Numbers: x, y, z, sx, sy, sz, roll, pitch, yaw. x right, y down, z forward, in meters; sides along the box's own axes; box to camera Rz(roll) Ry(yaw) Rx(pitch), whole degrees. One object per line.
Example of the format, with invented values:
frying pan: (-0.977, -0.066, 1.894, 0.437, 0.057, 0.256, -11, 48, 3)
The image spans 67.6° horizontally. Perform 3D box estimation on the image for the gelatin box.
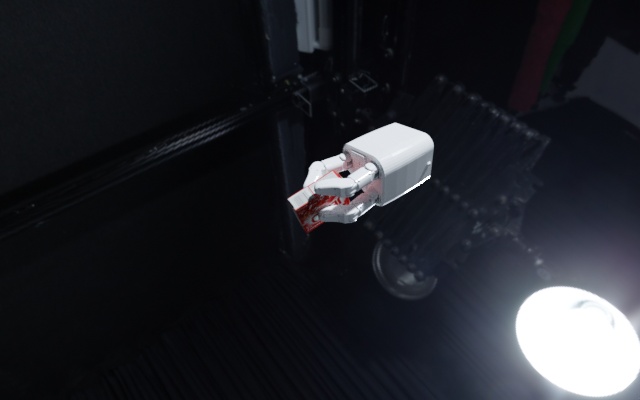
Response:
gelatin box: (0.000, 0.002, 0.754, 0.089, 0.030, 0.073, -33, -34, -7)
